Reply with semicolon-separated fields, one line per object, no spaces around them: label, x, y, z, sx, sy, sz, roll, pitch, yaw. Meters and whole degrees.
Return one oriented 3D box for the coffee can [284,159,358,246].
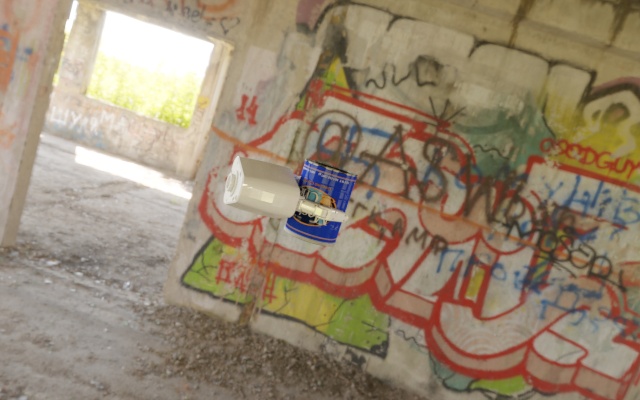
coffee can;0.000;0.003;0.899;0.103;0.140;0.103;17;7;-2
